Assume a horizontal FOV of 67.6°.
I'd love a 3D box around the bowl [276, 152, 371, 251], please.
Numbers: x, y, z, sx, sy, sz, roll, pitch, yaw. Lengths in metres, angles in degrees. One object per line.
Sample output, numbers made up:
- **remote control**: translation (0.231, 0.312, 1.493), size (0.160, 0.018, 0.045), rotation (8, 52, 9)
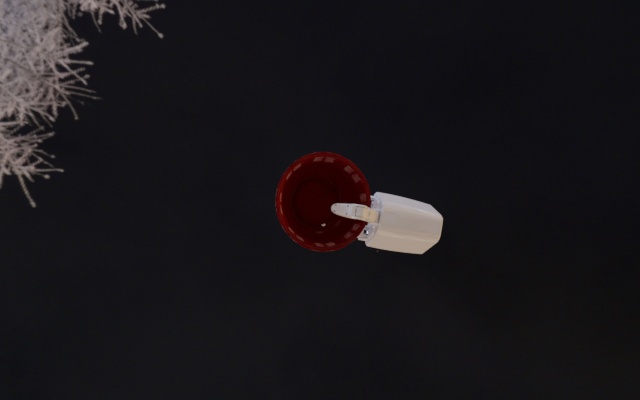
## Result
- **bowl**: translation (-0.001, 0.002, 0.798), size (0.162, 0.162, 0.055), rotation (0, -2, -16)
